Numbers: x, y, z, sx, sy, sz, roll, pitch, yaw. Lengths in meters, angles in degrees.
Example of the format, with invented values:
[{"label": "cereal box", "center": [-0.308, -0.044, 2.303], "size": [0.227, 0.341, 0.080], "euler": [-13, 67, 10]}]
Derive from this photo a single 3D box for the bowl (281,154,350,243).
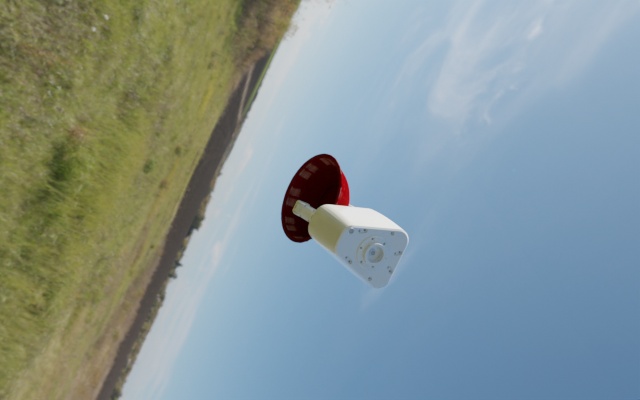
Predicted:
[{"label": "bowl", "center": [0.000, 0.002, 0.833], "size": [0.055, 0.162, 0.162], "euler": [23, -14, -35]}]
